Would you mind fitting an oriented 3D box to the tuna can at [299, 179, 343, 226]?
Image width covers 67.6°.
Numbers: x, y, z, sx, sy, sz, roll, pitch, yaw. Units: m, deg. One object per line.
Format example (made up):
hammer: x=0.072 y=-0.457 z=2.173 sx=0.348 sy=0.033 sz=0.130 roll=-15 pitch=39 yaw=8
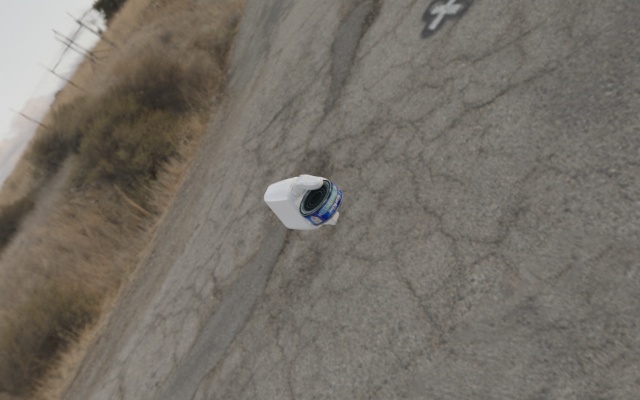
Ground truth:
tuna can: x=0.000 y=0.003 z=0.898 sx=0.034 sy=0.086 sz=0.086 roll=39 pitch=-21 yaw=-28
